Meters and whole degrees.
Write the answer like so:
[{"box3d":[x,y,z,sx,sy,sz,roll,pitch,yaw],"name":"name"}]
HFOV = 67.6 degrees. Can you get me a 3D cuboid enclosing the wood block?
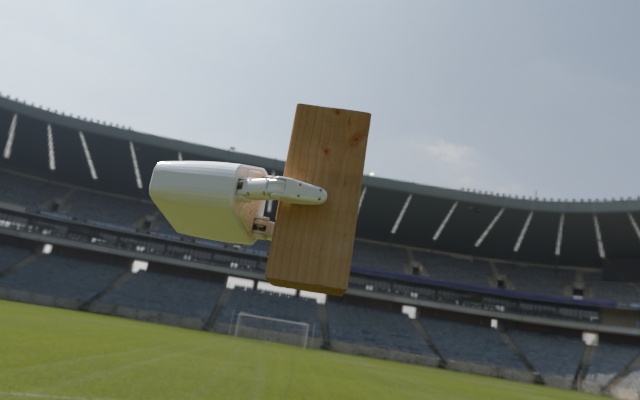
[{"box3d":[0.000,0.002,0.568,0.090,0.206,0.091,8,-15,2],"name":"wood block"}]
